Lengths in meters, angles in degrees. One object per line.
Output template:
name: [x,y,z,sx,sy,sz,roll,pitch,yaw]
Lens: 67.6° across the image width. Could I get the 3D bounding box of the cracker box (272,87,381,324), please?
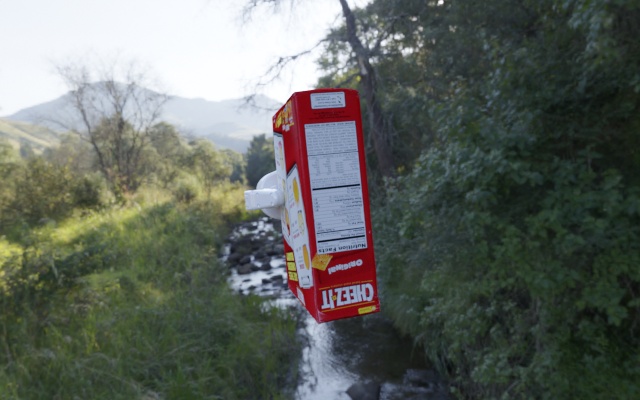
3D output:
cracker box: [0.000,0.002,0.511,0.072,0.214,0.164,-7,3,-13]
